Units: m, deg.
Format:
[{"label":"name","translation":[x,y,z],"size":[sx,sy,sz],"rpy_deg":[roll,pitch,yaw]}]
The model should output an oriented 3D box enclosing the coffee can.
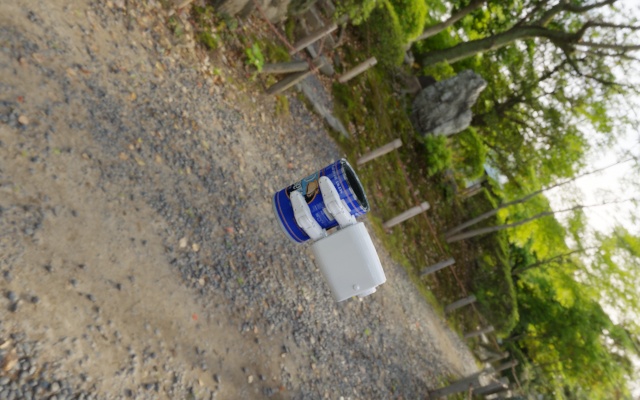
[{"label":"coffee can","translation":[0.000,0.003,0.835],"size":[0.140,0.103,0.103],"rpy_deg":[-26,-7,15]}]
